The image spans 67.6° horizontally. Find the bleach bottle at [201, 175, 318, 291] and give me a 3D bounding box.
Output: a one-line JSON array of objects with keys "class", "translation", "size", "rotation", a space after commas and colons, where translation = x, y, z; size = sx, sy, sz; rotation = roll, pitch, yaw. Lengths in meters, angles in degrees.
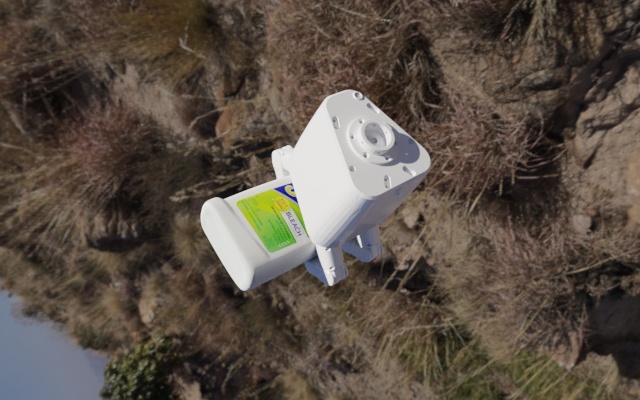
[{"class": "bleach bottle", "translation": [0.000, 0.002, 0.545], "size": [0.251, 0.102, 0.068], "rotation": [-26, -15, -30]}]
